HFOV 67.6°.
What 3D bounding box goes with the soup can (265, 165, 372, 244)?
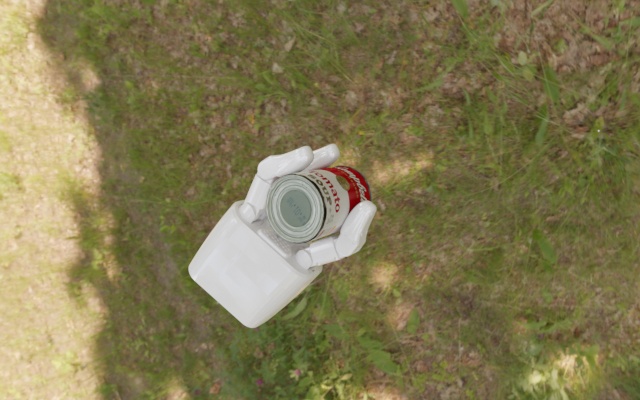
[{"bbox_3d":[0.000,0.001,0.482,0.068,0.068,0.102,0,7,30],"label":"soup can"}]
